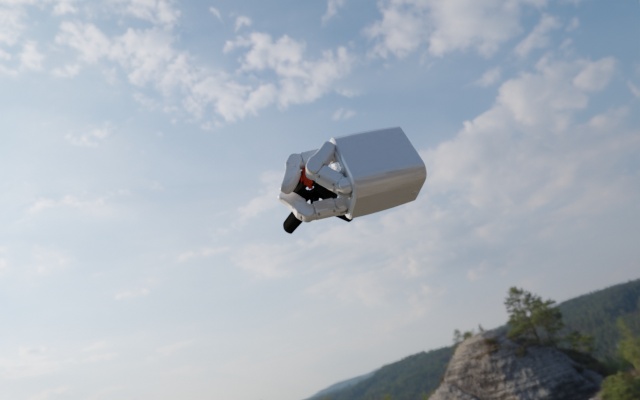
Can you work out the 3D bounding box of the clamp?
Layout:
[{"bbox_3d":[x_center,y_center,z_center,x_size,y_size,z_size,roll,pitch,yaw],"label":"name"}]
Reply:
[{"bbox_3d":[0.000,0.002,0.741,0.120,0.039,0.171,-13,-25,-10],"label":"clamp"}]
